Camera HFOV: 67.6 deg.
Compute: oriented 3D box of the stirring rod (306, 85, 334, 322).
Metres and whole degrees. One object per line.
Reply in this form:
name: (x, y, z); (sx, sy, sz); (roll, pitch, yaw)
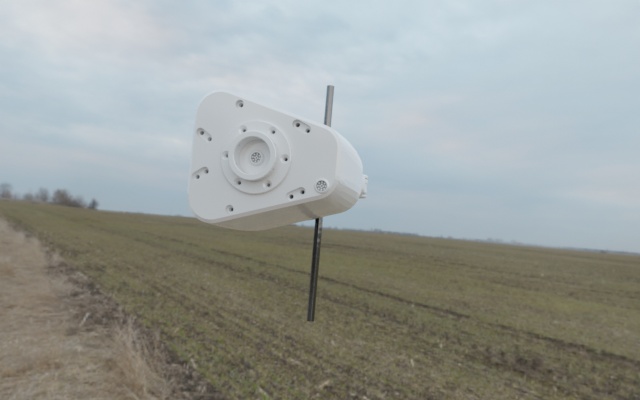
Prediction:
stirring rod: (0.000, 0.002, 0.488); (0.011, 0.239, 0.011); (5, -3, 0)
